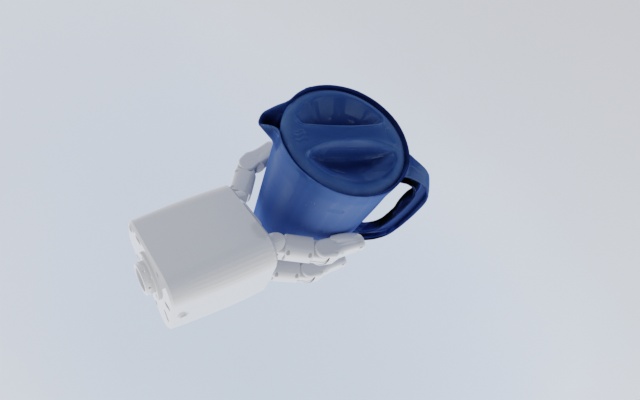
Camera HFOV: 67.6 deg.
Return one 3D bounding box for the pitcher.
[{"bbox_3d":[0.000,0.002,0.546,0.145,0.149,0.243,-24,-20,-31],"label":"pitcher"}]
